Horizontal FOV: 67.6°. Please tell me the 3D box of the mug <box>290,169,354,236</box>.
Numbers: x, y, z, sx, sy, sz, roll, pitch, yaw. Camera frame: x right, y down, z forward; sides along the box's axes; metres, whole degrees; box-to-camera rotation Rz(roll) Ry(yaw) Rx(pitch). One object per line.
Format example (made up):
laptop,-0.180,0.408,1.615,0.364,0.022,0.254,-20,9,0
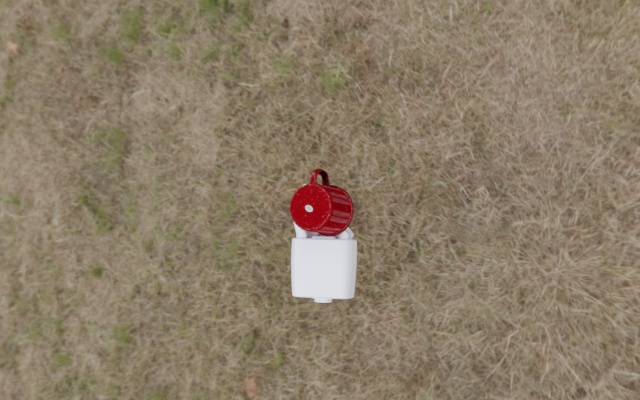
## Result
mug,0.000,0.001,0.826,0.093,0.117,0.081,-2,-6,26
